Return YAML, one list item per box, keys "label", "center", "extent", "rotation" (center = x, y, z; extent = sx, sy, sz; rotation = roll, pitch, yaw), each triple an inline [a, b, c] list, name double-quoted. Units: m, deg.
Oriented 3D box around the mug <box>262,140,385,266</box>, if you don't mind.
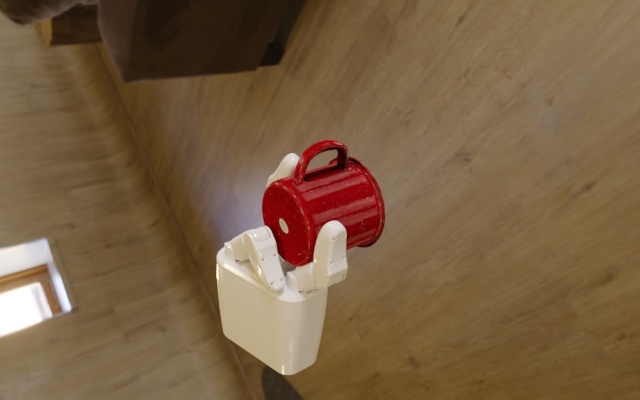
- label: "mug"
  center: [0.000, 0.000, 0.438]
  extent: [0.081, 0.117, 0.093]
  rotation: [-18, 37, -34]
